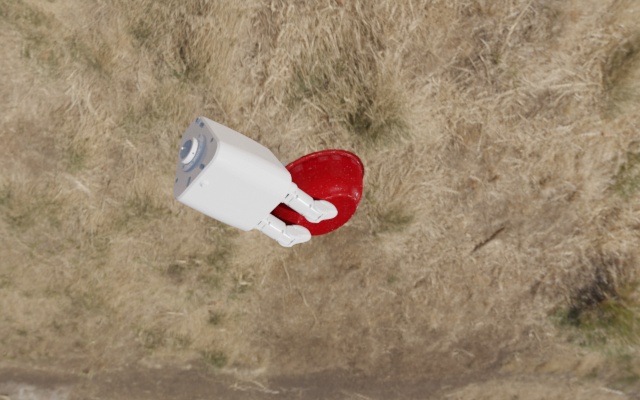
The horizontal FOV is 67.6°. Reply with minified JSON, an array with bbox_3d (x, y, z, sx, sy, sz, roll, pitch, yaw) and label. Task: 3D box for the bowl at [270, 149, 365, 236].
[{"bbox_3d":[0.001,0.003,0.688,0.162,0.055,0.162,-18,-34,-13],"label":"bowl"}]
